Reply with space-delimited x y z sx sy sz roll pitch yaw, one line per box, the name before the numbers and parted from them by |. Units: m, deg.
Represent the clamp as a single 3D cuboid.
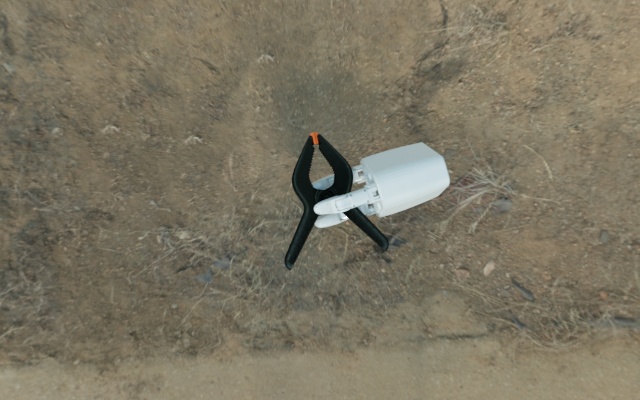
clamp | 0.000 0.002 0.736 0.164 0.210 0.036 -18 5 -3
